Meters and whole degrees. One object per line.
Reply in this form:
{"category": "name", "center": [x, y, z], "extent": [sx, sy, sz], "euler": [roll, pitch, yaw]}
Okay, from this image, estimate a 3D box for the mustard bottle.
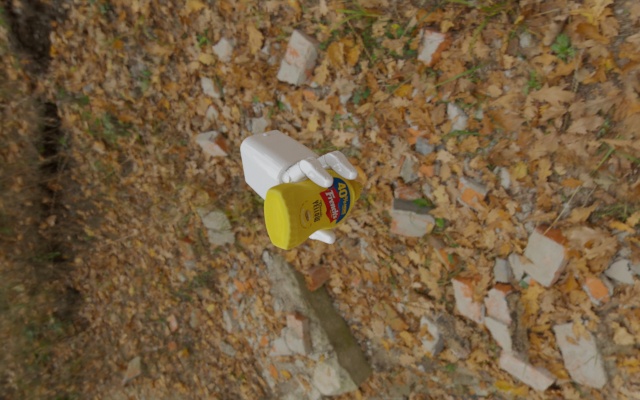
{"category": "mustard bottle", "center": [0.000, 0.003, 0.762], "extent": [0.058, 0.096, 0.191], "euler": [12, 25, 43]}
